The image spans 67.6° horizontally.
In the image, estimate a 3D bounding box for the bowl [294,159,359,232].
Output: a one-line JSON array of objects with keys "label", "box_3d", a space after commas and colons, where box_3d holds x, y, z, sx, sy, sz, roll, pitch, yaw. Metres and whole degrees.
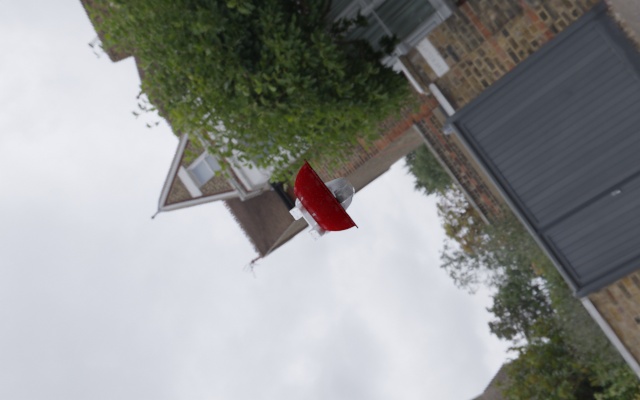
[{"label": "bowl", "box_3d": [0.000, 0.003, 0.876, 0.055, 0.162, 0.162, -38, -1, 1]}]
